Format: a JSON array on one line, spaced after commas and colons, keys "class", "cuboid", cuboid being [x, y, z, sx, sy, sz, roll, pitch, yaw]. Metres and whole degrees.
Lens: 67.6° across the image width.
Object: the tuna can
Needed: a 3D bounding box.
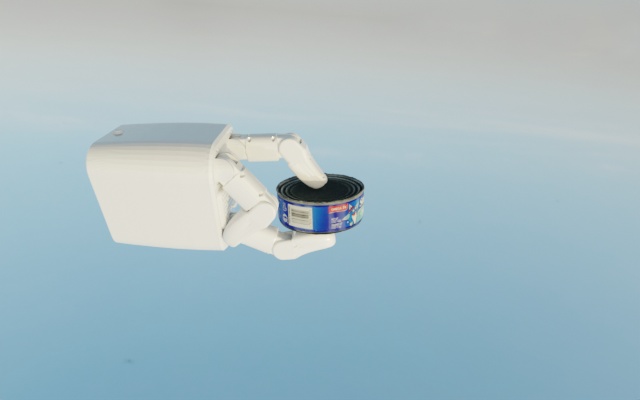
[{"class": "tuna can", "cuboid": [0.000, 0.002, 0.469, 0.086, 0.034, 0.086, -1, 21, 0]}]
